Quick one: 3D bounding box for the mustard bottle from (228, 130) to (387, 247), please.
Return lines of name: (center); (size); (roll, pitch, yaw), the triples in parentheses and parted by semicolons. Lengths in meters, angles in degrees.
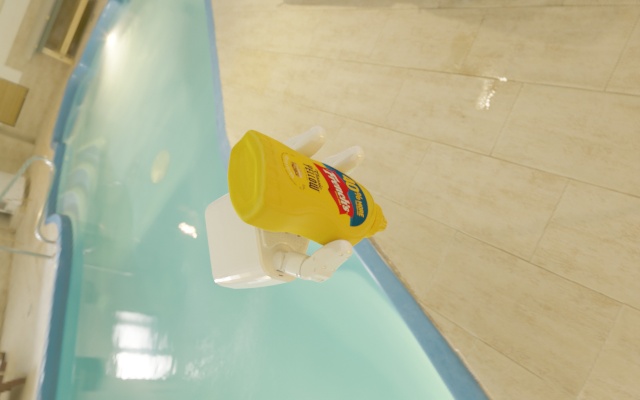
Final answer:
mustard bottle: (0.000, 0.001, 0.488); (0.192, 0.096, 0.058); (21, -52, -39)
